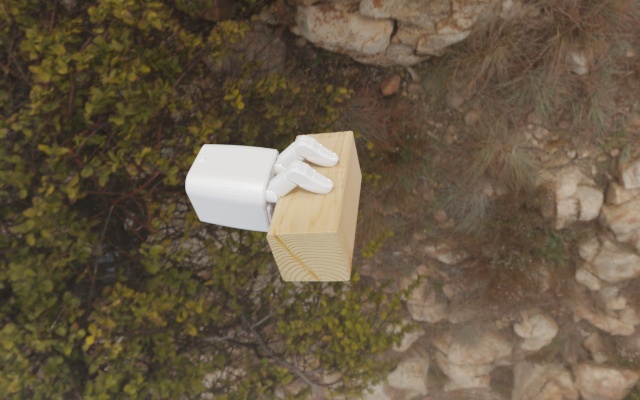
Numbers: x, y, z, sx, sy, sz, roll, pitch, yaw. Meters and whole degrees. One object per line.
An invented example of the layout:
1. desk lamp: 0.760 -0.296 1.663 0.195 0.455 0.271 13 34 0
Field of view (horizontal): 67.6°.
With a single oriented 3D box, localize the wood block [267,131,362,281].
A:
1. wood block: 0.000 0.002 0.658 0.090 0.091 0.206 -3 42 14
